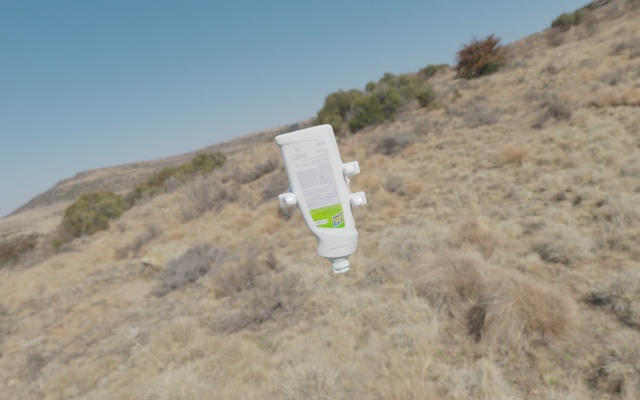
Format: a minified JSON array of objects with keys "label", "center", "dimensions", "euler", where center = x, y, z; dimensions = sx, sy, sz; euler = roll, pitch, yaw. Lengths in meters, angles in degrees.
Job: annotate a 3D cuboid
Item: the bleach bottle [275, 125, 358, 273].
[{"label":"bleach bottle","center":[0.000,0.003,0.823],"dimensions":[0.102,0.251,0.068],"euler":[-12,5,9]}]
